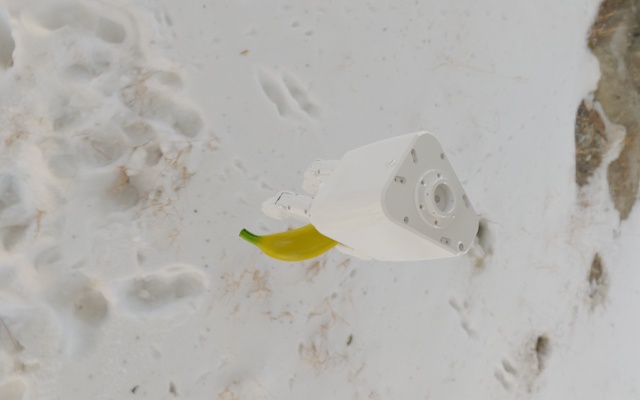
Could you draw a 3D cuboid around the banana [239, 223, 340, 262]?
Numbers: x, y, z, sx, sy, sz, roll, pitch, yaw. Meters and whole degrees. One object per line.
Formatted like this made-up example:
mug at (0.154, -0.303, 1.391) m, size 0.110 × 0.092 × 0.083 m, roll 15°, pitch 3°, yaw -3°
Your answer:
banana at (0.006, 0.020, 0.558) m, size 0.197 × 0.069 × 0.037 m, roll -29°, pitch 0°, yaw -30°
